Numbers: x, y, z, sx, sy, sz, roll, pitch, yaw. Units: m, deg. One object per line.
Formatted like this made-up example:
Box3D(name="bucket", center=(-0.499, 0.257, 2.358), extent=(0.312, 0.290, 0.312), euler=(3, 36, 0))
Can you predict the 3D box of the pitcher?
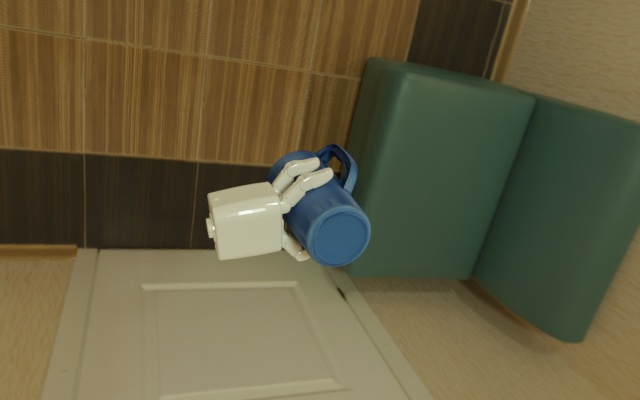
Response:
Box3D(name="pitcher", center=(0.000, 0.003, 0.831), extent=(0.145, 0.149, 0.242), euler=(-10, 26, -16))
